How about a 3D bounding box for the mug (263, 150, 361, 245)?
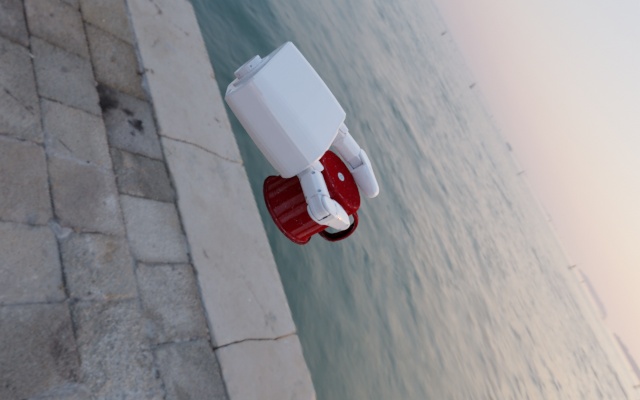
[{"bbox_3d":[0.001,0.003,0.563,0.081,0.117,0.093,-29,24,22],"label":"mug"}]
